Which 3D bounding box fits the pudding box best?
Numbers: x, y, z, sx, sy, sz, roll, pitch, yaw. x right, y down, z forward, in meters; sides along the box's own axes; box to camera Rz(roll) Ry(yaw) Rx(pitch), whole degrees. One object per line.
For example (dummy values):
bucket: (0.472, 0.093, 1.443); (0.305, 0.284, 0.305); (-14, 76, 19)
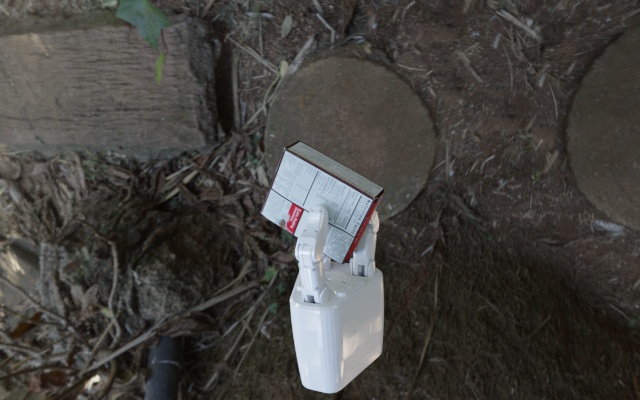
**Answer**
pudding box: (0.000, 0.002, 0.512); (0.113, 0.090, 0.039); (30, 28, 11)
